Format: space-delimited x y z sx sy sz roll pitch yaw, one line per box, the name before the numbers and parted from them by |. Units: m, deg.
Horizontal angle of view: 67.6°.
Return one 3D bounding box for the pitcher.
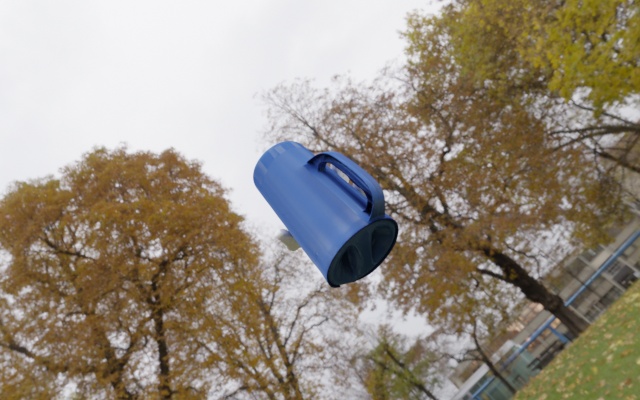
pitcher | 0.000 0.003 0.746 0.242 0.149 0.145 46 -1 33
